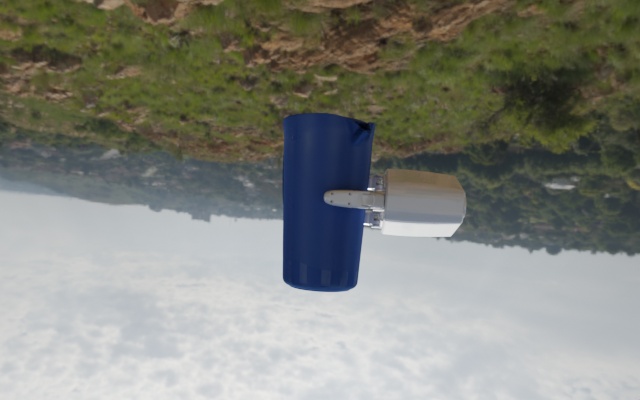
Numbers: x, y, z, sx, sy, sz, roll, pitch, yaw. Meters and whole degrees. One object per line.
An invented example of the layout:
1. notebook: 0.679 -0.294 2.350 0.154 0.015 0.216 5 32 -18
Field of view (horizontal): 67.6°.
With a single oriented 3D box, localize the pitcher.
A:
1. pitcher: 0.000 0.002 0.693 0.145 0.243 0.149 4 -2 7
